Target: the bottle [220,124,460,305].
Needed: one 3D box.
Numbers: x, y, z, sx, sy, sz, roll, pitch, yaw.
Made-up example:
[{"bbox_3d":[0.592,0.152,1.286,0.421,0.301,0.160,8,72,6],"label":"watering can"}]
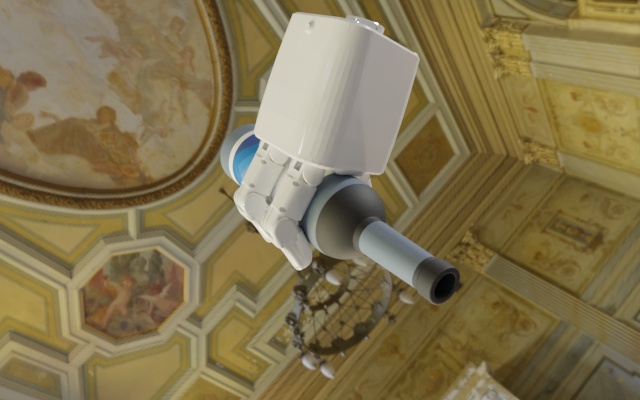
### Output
[{"bbox_3d":[0.000,0.001,0.414,0.069,0.069,0.295,0,21,-35],"label":"bottle"}]
